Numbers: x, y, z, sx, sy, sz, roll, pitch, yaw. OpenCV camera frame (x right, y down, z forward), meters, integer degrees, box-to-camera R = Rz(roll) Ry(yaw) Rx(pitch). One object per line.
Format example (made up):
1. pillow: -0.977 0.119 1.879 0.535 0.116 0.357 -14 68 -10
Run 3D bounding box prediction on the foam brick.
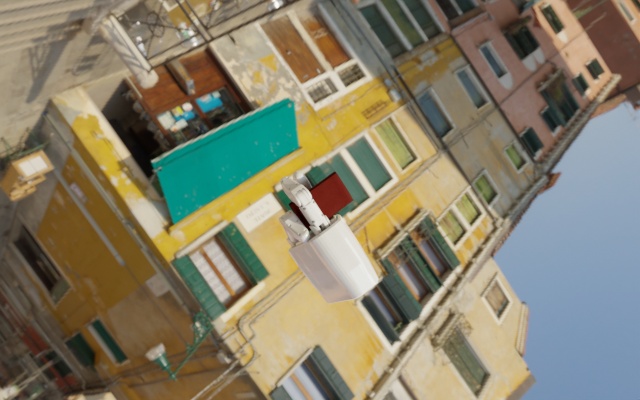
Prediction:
1. foam brick: 0.000 0.002 0.712 0.078 0.051 0.053 -36 2 -14
